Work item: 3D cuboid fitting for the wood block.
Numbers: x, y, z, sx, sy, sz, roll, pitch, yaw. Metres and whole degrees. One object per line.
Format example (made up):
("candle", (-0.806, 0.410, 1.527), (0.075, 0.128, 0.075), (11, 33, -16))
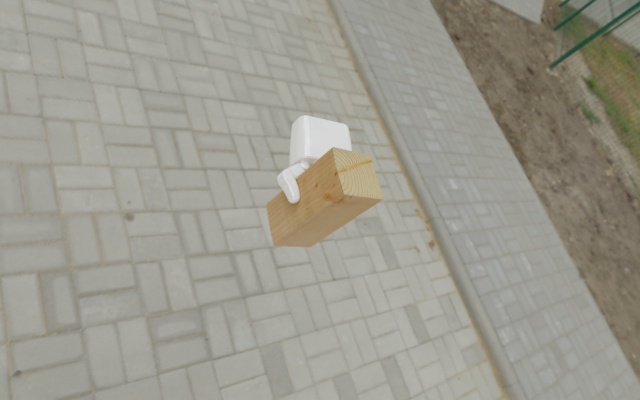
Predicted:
("wood block", (0.000, 0.002, 0.844), (0.091, 0.090, 0.206), (8, -32, -38))
